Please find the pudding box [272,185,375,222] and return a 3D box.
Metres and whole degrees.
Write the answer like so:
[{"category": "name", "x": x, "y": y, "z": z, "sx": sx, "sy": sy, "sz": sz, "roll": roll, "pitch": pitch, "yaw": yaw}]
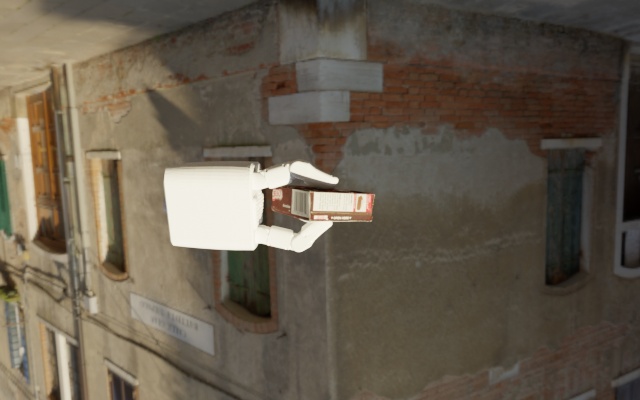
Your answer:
[{"category": "pudding box", "x": 0.000, "y": 0.002, "z": 0.604, "sx": 0.090, "sy": 0.039, "sz": 0.113, "roll": 1, "pitch": 7, "yaw": -28}]
